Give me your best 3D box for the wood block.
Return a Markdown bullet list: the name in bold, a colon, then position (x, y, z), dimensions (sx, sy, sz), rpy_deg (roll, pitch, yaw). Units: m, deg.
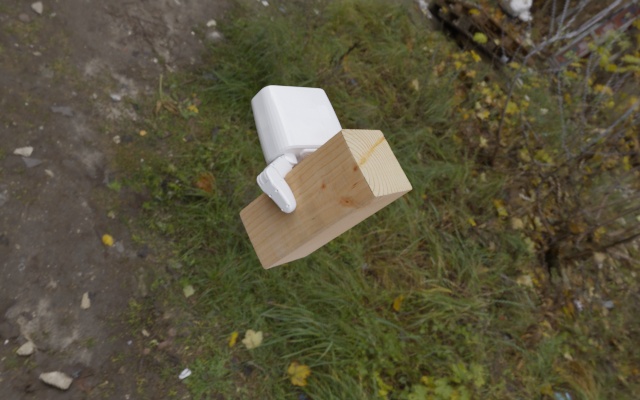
- **wood block**: position (0.000, 0.002, 0.623), dimensions (0.206, 0.090, 0.091), rpy_deg (-36, -16, 36)
